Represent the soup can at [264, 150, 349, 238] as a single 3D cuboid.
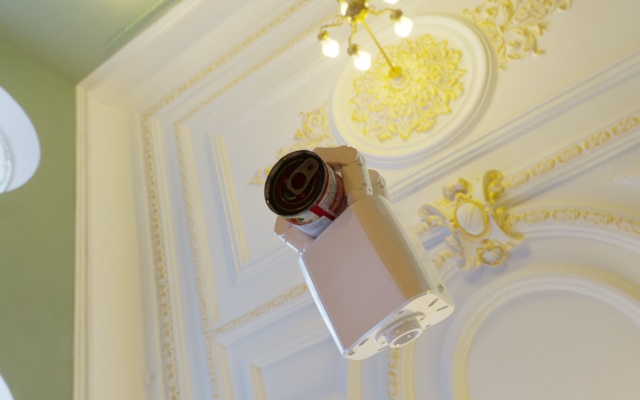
[{"bbox_3d":[0.000,0.001,0.482,0.068,0.068,0.102,0,-21,32],"label":"soup can"}]
